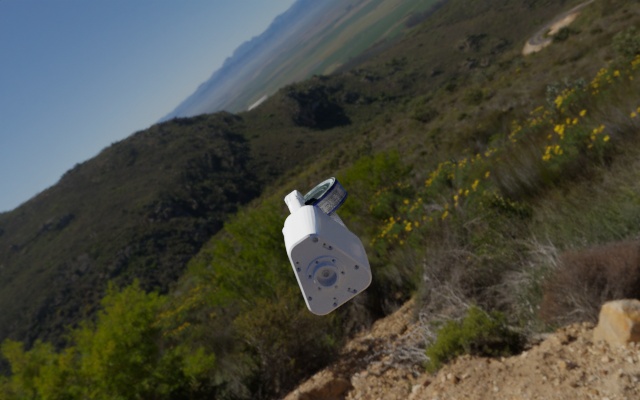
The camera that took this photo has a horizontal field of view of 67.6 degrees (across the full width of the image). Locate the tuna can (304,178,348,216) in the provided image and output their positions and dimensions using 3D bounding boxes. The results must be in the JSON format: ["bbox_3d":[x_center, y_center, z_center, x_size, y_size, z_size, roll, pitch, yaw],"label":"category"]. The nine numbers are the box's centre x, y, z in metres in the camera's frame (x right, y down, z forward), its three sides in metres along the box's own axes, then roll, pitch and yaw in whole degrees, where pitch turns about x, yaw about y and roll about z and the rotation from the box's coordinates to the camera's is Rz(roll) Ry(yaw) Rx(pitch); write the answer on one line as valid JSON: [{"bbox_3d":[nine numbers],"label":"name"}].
[{"bbox_3d":[0.000,0.002,0.754,0.086,0.034,0.086,-37,13,10],"label":"tuna can"}]
